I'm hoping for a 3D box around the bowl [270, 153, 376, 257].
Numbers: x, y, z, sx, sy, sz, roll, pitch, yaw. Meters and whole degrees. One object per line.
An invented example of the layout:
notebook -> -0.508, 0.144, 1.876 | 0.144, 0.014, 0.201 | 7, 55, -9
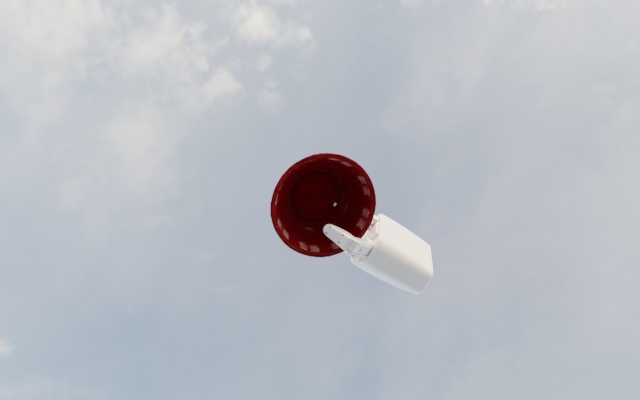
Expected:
bowl -> -0.001, 0.001, 0.730 | 0.162, 0.162, 0.055 | 0, 17, -14
